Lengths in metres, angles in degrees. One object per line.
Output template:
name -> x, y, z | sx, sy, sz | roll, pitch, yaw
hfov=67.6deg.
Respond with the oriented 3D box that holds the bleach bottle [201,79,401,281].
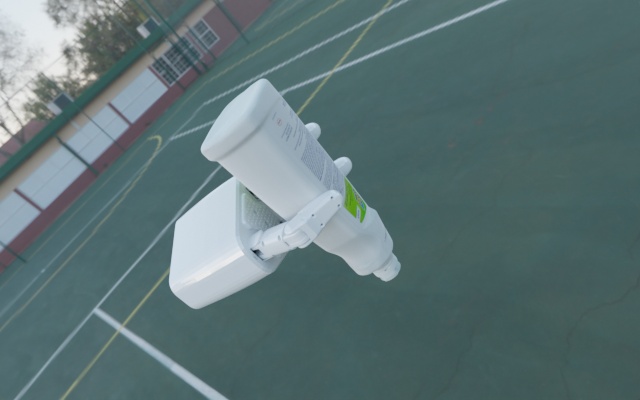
bleach bottle -> 0.000, 0.001, 0.481 | 0.068, 0.251, 0.102 | -30, 27, 26
